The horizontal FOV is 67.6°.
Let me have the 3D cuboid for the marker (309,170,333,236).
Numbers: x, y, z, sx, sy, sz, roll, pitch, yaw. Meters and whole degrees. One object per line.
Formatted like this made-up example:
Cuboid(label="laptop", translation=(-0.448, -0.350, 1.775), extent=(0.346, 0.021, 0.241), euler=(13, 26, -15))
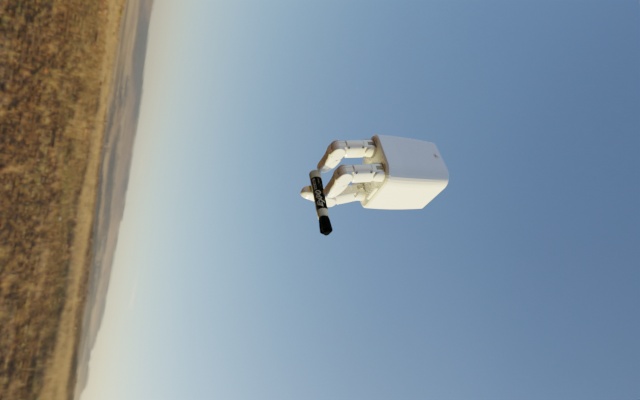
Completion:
Cuboid(label="marker", translation=(0.000, 0.002, 0.717), extent=(0.020, 0.121, 0.020), euler=(-7, -41, -6))
